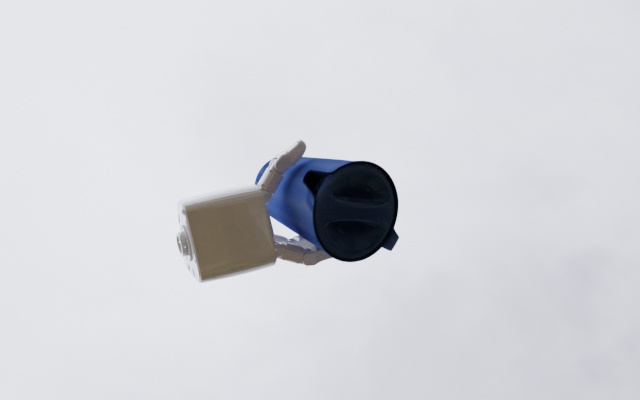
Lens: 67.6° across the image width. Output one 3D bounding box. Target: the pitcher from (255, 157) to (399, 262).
[{"bbox_3d":[0.000,0.002,0.716,0.145,0.149,0.243,-16,17,-26],"label":"pitcher"}]
